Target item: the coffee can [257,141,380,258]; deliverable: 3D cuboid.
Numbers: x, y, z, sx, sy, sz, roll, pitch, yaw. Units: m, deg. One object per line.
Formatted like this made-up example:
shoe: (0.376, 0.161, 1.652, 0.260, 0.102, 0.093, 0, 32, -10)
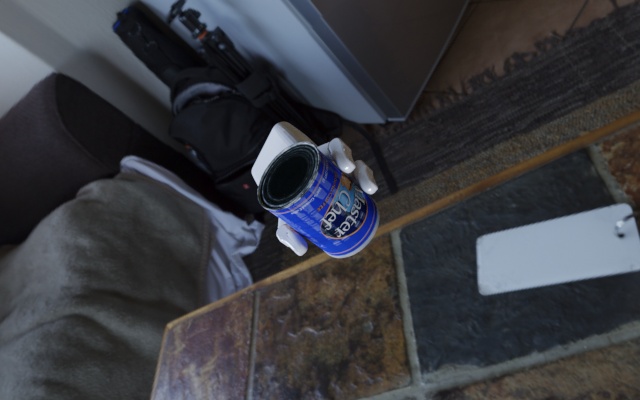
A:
coffee can: (0.000, 0.002, 0.644, 0.103, 0.102, 0.140, 0, -30, 44)
